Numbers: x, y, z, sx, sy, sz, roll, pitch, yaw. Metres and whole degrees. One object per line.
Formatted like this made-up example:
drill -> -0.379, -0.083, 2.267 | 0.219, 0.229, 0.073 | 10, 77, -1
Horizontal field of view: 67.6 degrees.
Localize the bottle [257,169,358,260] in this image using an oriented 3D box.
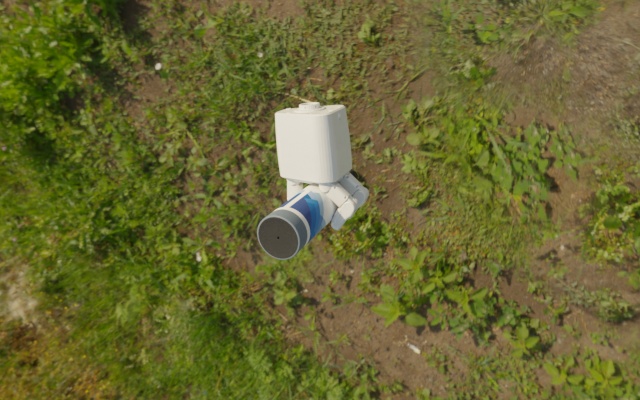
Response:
bottle -> 0.000, 0.003, 0.777 | 0.069, 0.069, 0.295 | 0, 19, 25
